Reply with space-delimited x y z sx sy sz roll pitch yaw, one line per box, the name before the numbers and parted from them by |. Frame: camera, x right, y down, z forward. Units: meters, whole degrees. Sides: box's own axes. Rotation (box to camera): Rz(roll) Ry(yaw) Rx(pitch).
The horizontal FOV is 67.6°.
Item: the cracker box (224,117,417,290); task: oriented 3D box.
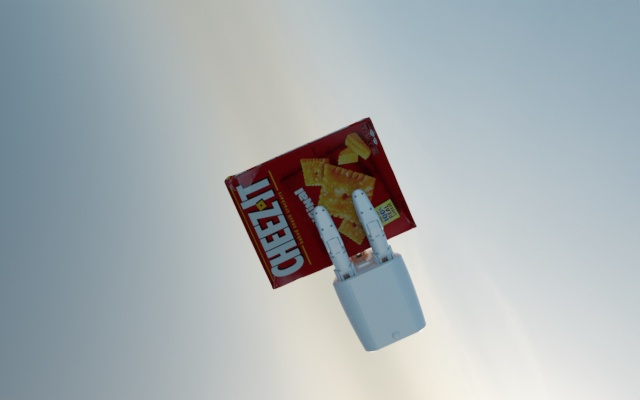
cracker box | 0.000 0.002 0.655 0.213 0.164 0.072 -24 7 -2
